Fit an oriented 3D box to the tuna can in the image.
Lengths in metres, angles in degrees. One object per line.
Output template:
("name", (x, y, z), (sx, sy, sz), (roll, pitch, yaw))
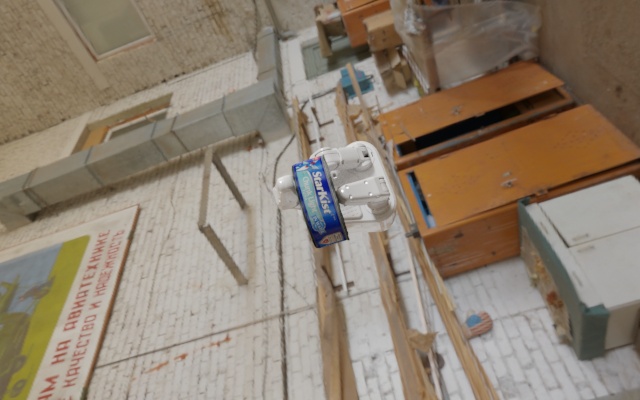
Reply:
("tuna can", (0.000, 0.002, 0.457), (0.034, 0.086, 0.086), (-17, -1, 3))
